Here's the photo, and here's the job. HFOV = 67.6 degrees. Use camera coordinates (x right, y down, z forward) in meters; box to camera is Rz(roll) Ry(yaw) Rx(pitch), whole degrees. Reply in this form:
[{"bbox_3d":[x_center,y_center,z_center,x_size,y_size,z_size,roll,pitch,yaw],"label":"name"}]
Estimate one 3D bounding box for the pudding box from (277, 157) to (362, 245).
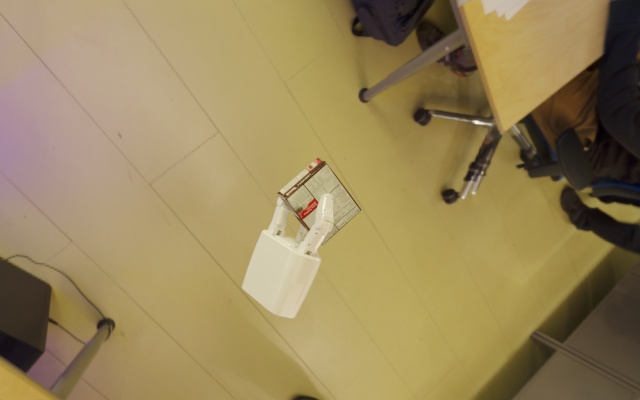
[{"bbox_3d":[0.000,0.003,0.767,0.090,0.113,0.039,-42,30,-8],"label":"pudding box"}]
